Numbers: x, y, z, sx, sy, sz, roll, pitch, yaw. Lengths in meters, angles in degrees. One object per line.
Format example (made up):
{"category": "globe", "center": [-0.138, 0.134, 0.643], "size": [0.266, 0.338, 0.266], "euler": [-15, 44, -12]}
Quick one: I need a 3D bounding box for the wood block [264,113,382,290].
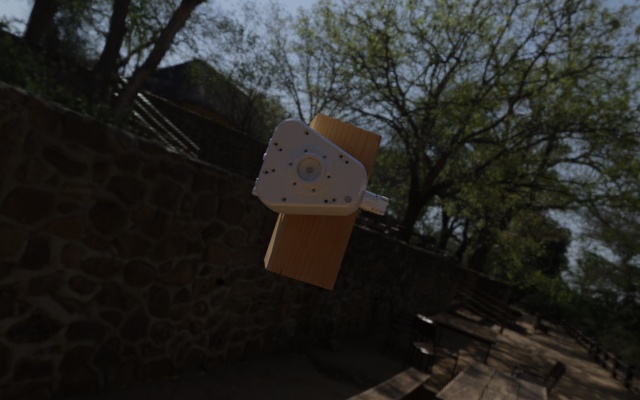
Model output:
{"category": "wood block", "center": [0.000, 0.002, 0.639], "size": [0.091, 0.206, 0.090], "euler": [19, -3, -8]}
